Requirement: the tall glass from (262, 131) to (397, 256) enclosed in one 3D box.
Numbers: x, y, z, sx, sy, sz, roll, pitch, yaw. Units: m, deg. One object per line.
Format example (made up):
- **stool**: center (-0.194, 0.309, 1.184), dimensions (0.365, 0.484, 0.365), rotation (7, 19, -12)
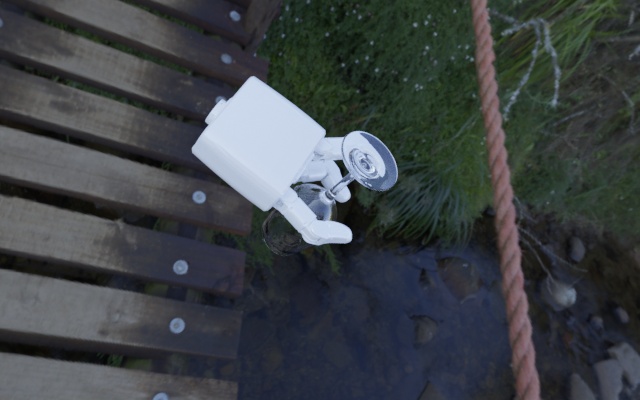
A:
- **tall glass**: center (0.001, 0.002, 0.579), dimensions (0.079, 0.079, 0.201), rotation (0, -27, -36)
